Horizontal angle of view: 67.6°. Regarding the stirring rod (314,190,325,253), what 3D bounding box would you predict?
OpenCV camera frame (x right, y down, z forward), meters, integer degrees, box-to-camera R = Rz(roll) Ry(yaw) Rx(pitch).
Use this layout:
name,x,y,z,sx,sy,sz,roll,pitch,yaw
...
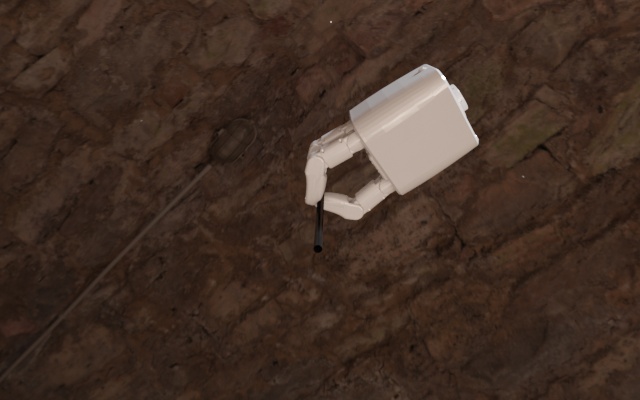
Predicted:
name,x,y,z,sx,sy,sz,roll,pitch,yaw
stirring rod,0.000,0.002,0.543,0.011,0.011,0.239,0,20,1
